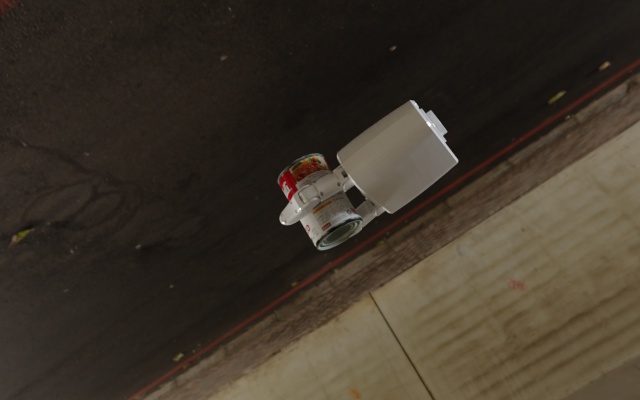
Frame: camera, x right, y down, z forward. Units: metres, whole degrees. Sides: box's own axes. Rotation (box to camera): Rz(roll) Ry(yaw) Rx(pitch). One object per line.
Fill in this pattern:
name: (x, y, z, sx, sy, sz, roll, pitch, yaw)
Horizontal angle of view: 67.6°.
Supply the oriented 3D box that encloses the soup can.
soup can: (0.000, 0.002, 0.595, 0.068, 0.102, 0.068, -27, -21, -11)
